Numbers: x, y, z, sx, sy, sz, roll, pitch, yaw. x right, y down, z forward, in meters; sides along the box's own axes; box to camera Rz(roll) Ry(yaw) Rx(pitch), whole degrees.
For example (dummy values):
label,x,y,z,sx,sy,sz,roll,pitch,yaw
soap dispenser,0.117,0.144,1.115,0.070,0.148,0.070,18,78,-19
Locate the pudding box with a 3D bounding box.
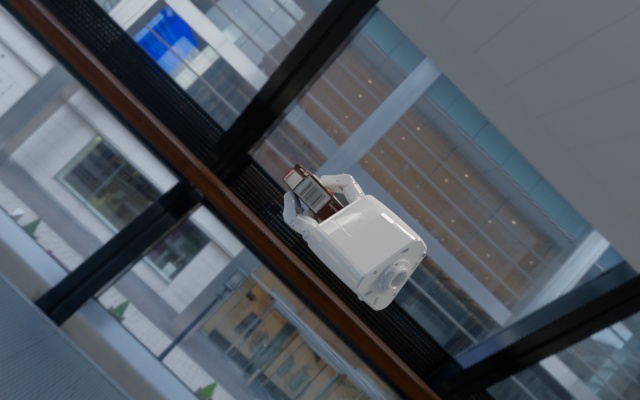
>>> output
label,x,y,z,sx,sy,sz,roll,pitch,yaw
pudding box,0.000,0.002,0.702,0.039,0.113,0.090,-43,20,-2
